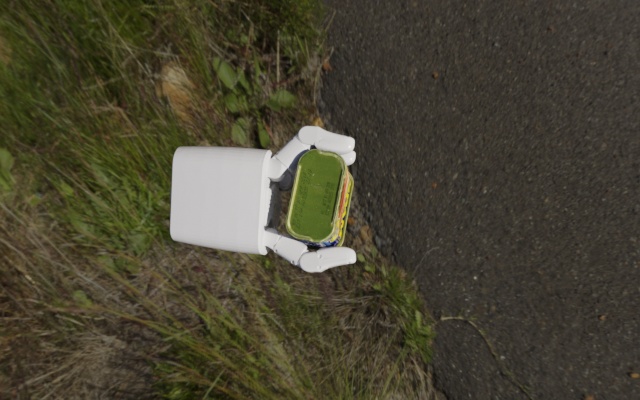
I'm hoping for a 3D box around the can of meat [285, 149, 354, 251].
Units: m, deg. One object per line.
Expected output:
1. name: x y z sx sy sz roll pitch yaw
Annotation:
1. can of meat: 0.000 0.002 0.524 0.057 0.102 0.084 9 -10 9
